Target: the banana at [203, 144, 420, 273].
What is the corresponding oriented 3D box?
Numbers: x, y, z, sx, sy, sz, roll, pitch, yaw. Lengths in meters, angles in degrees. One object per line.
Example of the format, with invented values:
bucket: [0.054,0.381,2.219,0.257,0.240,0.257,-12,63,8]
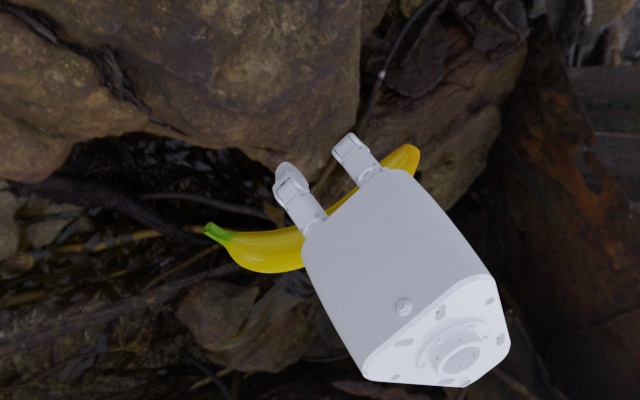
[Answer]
banana: [0.003,0.017,0.418,0.198,0.070,0.037,-23,33,-1]
